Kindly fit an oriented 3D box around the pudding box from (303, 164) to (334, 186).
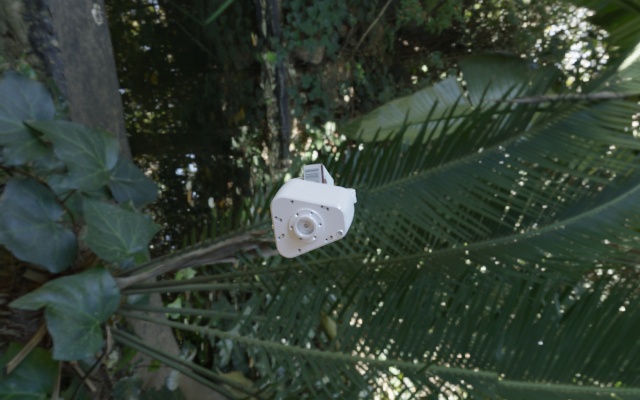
[{"bbox_3d":[0.000,0.003,0.832,0.039,0.113,0.090,-5,-16,12],"label":"pudding box"}]
